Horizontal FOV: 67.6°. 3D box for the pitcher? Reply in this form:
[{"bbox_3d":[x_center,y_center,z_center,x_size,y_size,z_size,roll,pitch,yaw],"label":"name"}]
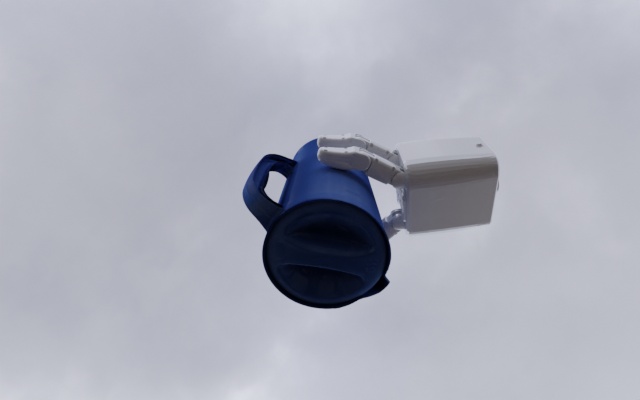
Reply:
[{"bbox_3d":[0.000,0.002,0.588,0.145,0.149,0.242,-8,26,5],"label":"pitcher"}]
